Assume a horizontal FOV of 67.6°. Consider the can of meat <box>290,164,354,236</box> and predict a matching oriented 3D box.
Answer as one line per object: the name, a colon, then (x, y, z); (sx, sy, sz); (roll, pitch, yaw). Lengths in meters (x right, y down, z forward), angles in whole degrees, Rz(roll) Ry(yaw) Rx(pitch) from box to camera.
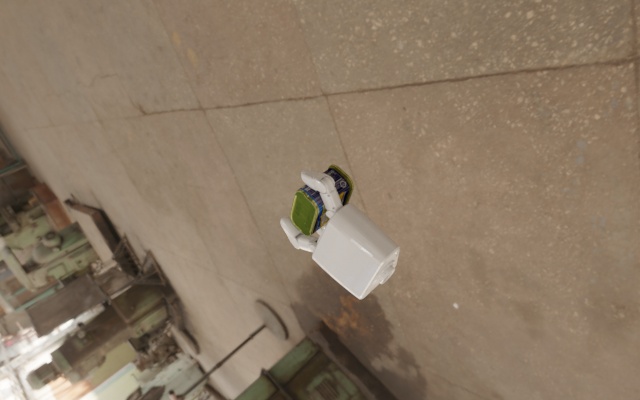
can of meat: (0.000, 0.003, 0.789); (0.084, 0.057, 0.102); (-36, -22, -31)
